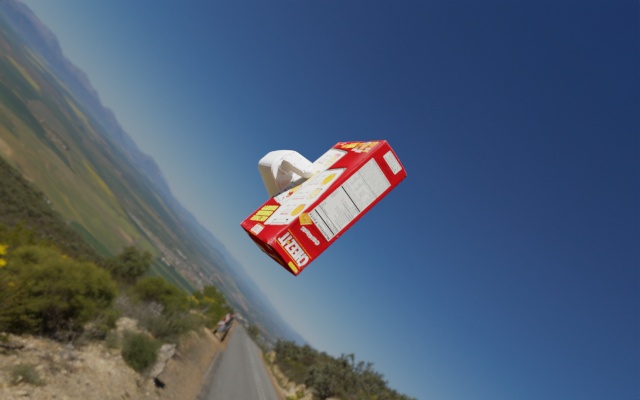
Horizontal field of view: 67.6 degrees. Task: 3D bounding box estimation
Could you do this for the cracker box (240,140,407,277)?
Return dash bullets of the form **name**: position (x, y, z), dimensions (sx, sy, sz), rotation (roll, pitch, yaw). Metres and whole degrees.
- **cracker box**: position (0.000, 0.002, 0.703), dimensions (0.213, 0.072, 0.164), rotation (-41, 18, -13)
